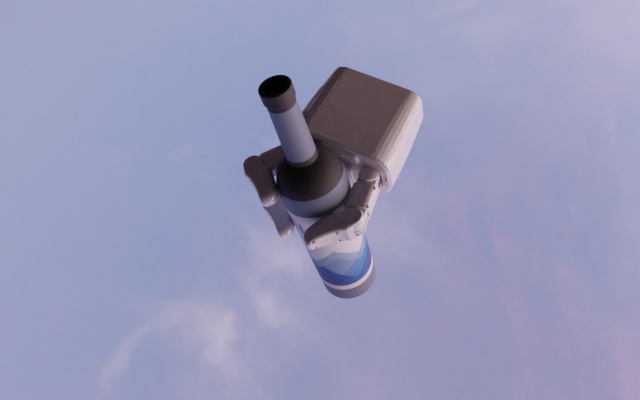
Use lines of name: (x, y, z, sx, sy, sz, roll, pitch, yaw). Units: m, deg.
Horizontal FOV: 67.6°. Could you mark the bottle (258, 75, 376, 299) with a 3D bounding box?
bottle: (0.000, 0.002, 0.477, 0.069, 0.069, 0.296, 0, -37, 18)
